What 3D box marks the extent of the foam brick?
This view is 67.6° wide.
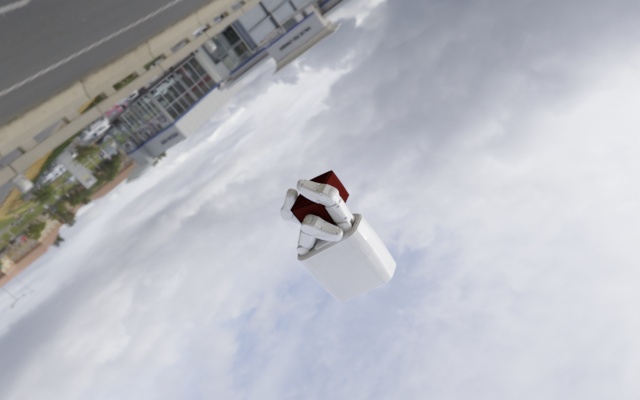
[{"bbox_3d":[0.000,0.002,0.724,0.053,0.051,0.078,-20,28,39],"label":"foam brick"}]
